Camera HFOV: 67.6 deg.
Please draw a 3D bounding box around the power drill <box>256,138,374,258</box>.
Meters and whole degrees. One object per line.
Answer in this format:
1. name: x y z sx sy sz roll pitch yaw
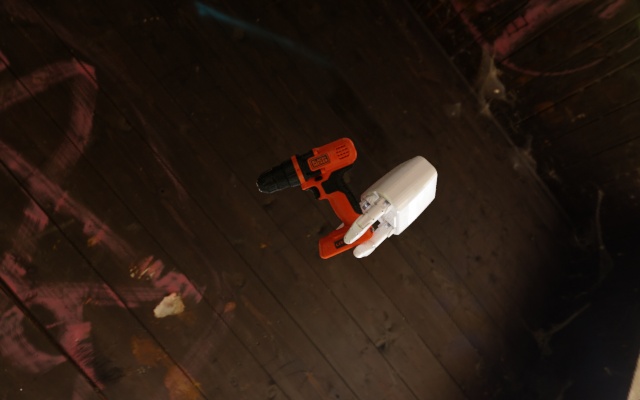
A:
1. power drill: 0.001 0.003 0.845 0.184 0.187 0.057 -22 6 2
